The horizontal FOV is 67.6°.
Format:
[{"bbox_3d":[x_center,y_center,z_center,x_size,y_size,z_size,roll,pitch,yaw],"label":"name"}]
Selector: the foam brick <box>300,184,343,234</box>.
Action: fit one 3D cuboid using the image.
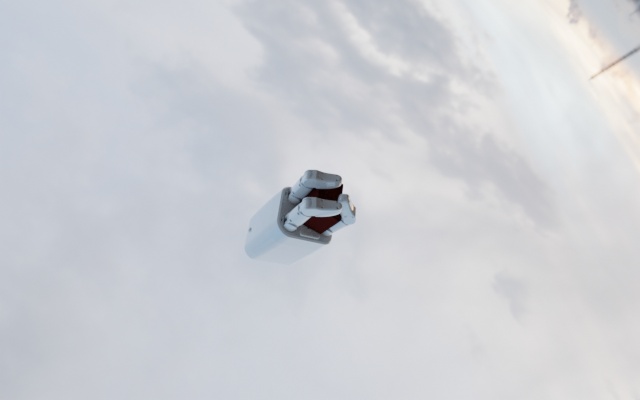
[{"bbox_3d":[0.000,0.002,0.771,0.053,0.078,0.051,31,-46,-26],"label":"foam brick"}]
